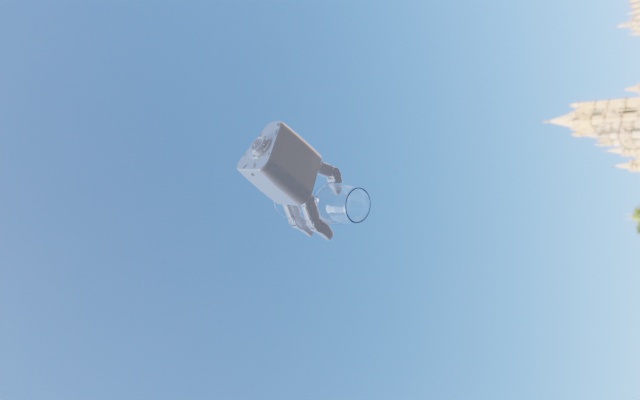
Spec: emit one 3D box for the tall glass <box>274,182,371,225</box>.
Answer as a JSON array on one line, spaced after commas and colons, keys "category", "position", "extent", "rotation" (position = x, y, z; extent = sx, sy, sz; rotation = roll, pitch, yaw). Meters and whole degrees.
[{"category": "tall glass", "position": [0.000, 0.003, 0.894], "extent": [0.079, 0.079, 0.201], "rotation": [0, 3, -41]}]
